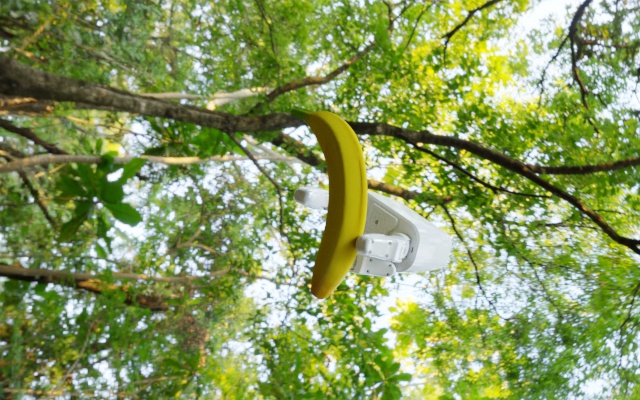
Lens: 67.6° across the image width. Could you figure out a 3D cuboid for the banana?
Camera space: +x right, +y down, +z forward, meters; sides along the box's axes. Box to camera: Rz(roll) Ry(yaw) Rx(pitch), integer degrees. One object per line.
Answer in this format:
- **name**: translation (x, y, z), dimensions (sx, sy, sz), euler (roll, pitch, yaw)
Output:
- **banana**: translation (0.015, -0.006, 0.466), dimensions (0.069, 0.197, 0.037), euler (-15, -16, 34)
